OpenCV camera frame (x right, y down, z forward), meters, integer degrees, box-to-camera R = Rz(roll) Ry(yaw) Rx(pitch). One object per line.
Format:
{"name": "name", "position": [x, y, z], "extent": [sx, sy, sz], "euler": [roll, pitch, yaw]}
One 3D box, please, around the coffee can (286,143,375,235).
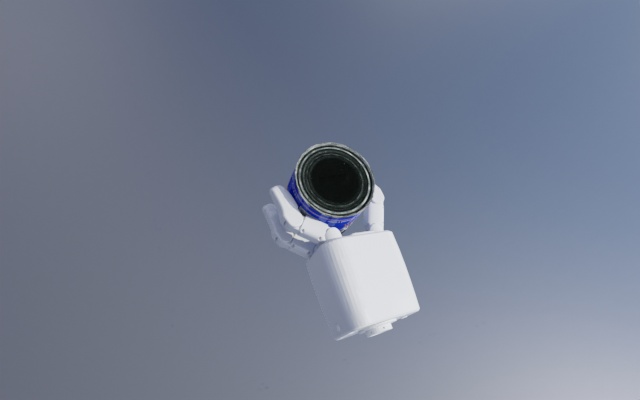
{"name": "coffee can", "position": [0.000, 0.002, 0.639], "extent": [0.103, 0.102, 0.140], "euler": [0, -24, -17]}
